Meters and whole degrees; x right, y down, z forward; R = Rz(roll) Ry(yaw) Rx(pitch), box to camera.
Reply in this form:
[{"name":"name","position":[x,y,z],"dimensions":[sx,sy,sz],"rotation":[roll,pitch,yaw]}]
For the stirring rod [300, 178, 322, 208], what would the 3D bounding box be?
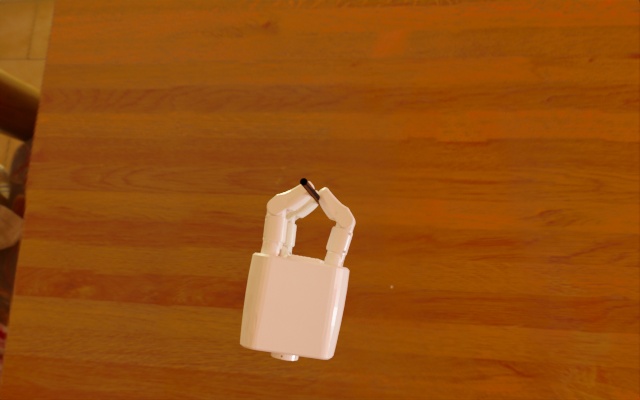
[{"name":"stirring rod","position":[0.000,0.002,0.608],"dimensions":[0.011,0.011,0.239],"rotation":[0,-10,8]}]
